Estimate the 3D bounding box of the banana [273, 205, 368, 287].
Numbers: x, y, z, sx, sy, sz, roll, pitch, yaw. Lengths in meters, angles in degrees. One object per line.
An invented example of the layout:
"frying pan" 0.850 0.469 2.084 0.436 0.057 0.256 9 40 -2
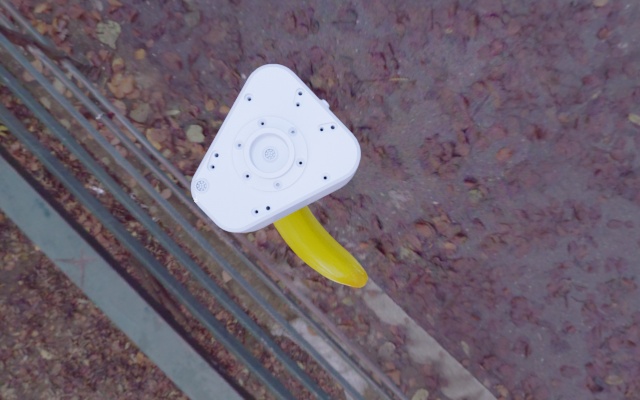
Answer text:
"banana" -0.018 0.005 0.475 0.069 0.198 0.037 -22 0 -7
